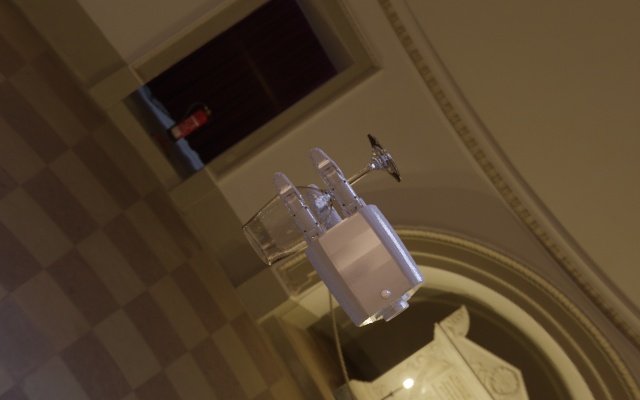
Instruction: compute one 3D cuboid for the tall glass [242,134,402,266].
[{"bbox_3d":[0.001,0.002,0.609,0.201,0.079,0.079,-34,1,-1],"label":"tall glass"}]
